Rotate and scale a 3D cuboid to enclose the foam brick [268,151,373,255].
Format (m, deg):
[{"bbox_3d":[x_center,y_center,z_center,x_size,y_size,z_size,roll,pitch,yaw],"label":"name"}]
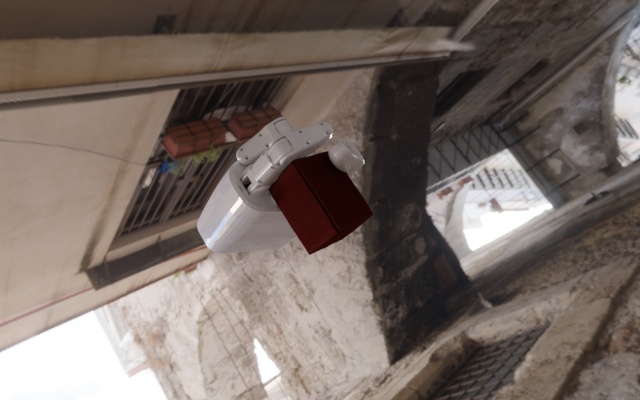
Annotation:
[{"bbox_3d":[0.000,0.002,0.448,0.053,0.078,0.051,-21,-17,-44],"label":"foam brick"}]
